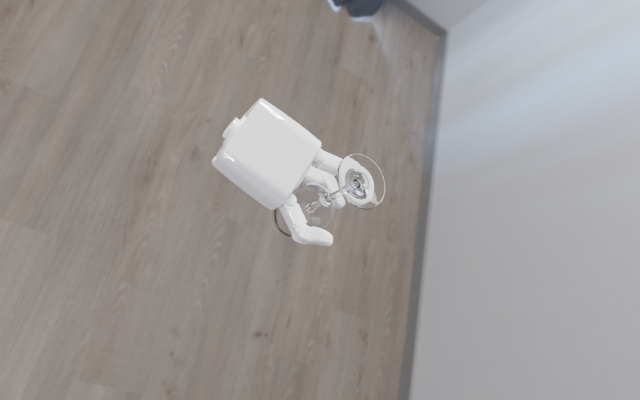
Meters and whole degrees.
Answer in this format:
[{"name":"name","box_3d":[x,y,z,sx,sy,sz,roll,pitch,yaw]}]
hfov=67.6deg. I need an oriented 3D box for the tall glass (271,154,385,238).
[{"name":"tall glass","box_3d":[0.001,0.002,0.681,0.079,0.079,0.201,0,-16,-33]}]
